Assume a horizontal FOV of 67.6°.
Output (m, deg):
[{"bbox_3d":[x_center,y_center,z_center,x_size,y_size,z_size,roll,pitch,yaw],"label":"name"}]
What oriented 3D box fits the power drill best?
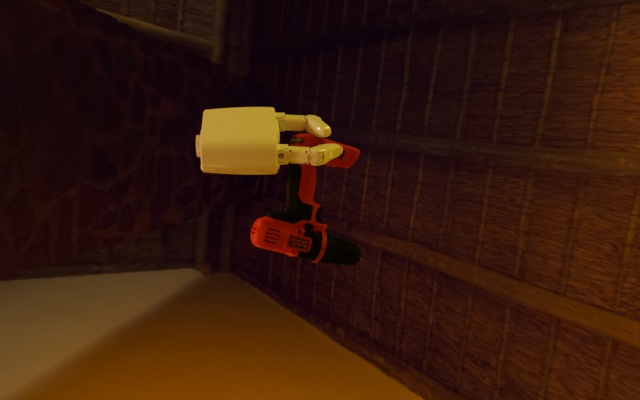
[{"bbox_3d":[0.000,0.002,0.738,0.184,0.187,0.057,16,-2,-25],"label":"power drill"}]
